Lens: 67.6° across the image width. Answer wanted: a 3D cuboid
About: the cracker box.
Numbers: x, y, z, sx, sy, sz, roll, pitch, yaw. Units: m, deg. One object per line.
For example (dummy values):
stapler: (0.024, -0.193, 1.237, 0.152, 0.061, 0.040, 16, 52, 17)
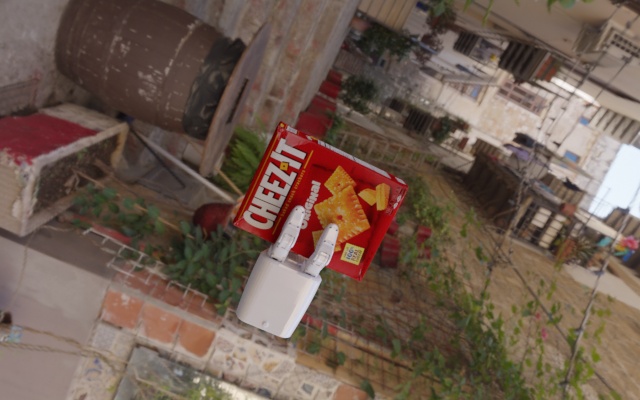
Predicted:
cracker box: (0.000, 0.002, 0.718, 0.214, 0.164, 0.072, 25, 11, -7)
